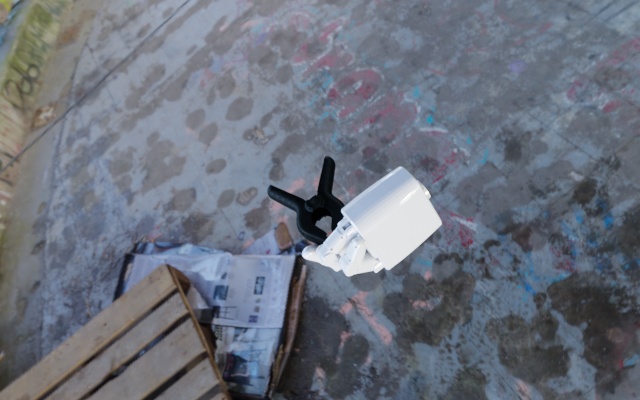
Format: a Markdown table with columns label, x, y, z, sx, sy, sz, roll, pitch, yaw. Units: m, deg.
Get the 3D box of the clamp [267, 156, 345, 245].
| label | x | y | z | sx | sy | sz | roll | pitch | yaw |
| --- | --- | --- | --- | --- | --- | --- | --- | --- | --- |
| clamp | 0.000 | 0.002 | 0.739 | 0.120 | 0.171 | 0.039 | -38 | -37 | -1 |
